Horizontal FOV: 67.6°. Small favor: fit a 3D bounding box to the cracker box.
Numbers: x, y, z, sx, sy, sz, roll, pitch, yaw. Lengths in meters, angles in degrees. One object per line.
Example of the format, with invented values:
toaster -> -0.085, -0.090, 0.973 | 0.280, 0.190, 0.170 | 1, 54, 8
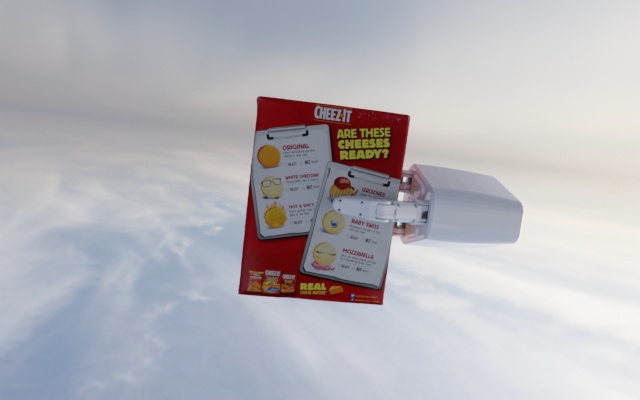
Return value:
cracker box -> 0.000, 0.002, 0.539 | 0.164, 0.214, 0.072 | 6, 7, -8
